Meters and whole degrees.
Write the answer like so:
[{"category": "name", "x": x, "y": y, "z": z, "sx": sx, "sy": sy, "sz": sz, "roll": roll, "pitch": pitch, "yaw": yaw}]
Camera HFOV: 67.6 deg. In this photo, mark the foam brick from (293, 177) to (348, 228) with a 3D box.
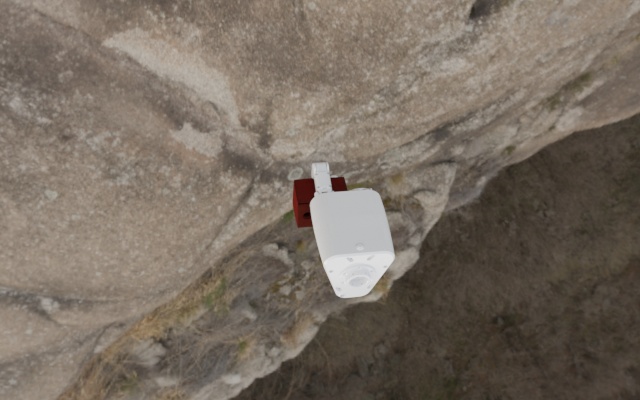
[{"category": "foam brick", "x": 0.000, "y": 0.002, "z": 0.702, "sx": 0.078, "sy": 0.051, "sz": 0.053, "roll": -4, "pitch": -41, "yaw": -7}]
